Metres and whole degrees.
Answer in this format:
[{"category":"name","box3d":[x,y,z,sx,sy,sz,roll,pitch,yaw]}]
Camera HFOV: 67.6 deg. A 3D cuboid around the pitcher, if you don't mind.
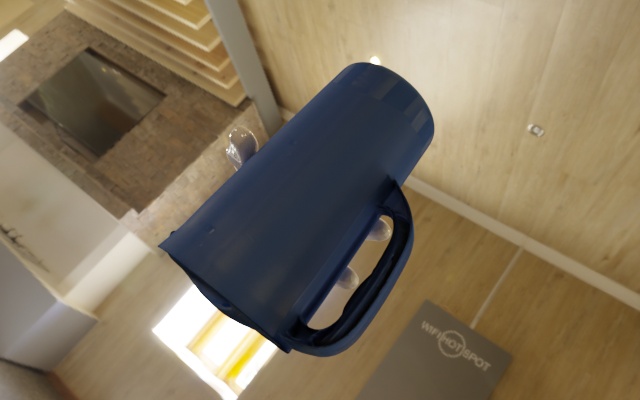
[{"category":"pitcher","box3d":[0.000,0.001,0.409,0.149,0.242,0.145,44,-18,-11]}]
